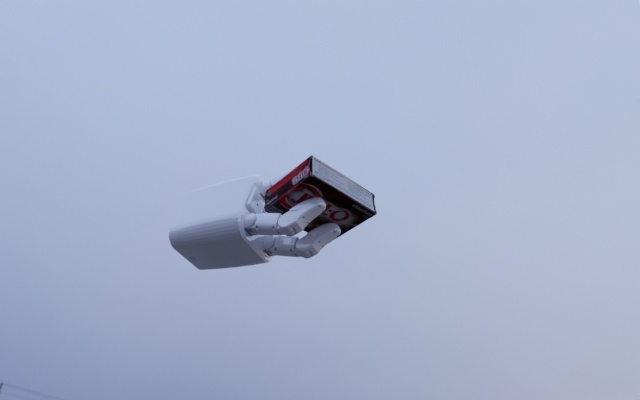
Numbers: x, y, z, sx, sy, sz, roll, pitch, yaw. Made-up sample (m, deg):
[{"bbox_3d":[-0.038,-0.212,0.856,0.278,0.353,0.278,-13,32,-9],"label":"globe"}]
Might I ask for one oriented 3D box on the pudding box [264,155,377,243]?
[{"bbox_3d":[0.000,0.002,0.600,0.113,0.039,0.090,27,-45,-33],"label":"pudding box"}]
